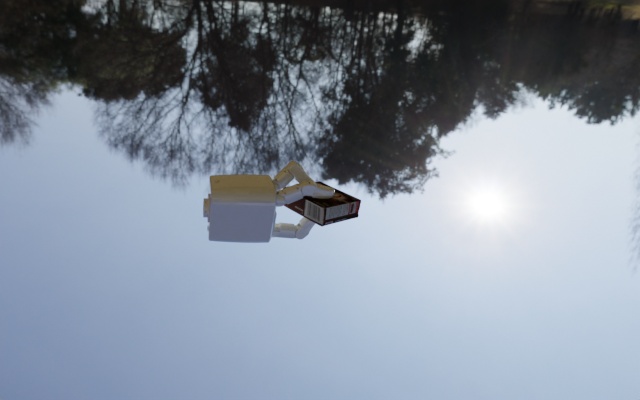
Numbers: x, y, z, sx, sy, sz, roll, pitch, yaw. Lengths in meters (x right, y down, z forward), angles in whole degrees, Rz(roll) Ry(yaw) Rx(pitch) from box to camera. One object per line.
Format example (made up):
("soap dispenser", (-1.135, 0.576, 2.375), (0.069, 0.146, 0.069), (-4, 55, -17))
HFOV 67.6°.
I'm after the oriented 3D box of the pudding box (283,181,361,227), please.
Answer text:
("pudding box", (0.000, 0.003, 0.842), (0.090, 0.039, 0.113), (-13, 30, -41))
